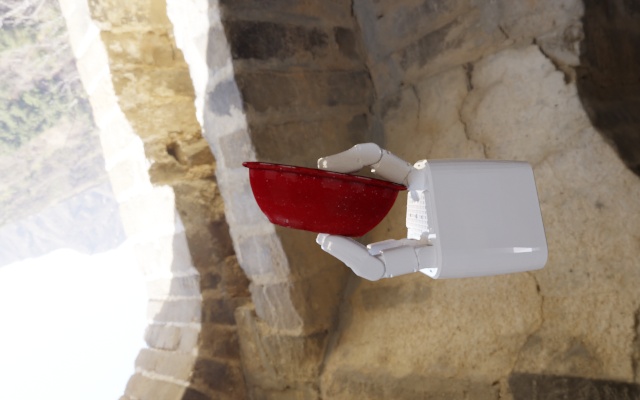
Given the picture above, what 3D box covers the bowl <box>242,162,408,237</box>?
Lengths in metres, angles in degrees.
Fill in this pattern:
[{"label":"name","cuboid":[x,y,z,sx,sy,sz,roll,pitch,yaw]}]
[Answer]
[{"label":"bowl","cuboid":[-0.001,0.002,0.466,0.162,0.055,0.162,9,0,0]}]
